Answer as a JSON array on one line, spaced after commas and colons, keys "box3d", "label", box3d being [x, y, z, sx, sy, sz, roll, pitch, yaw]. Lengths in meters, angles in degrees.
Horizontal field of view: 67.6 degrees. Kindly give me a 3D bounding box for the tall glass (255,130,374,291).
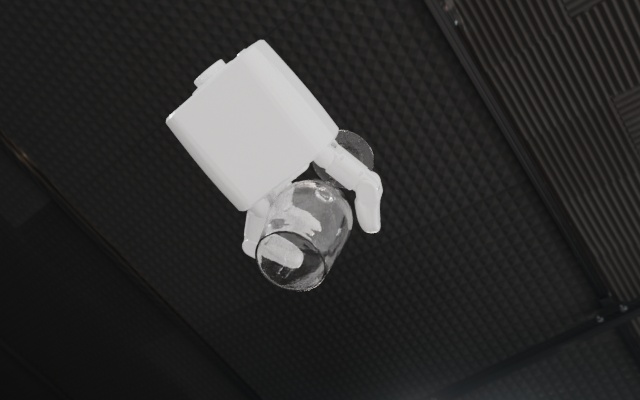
[{"box3d": [0.000, 0.001, 0.473, 0.079, 0.079, 0.201, 0, 30, 17], "label": "tall glass"}]
